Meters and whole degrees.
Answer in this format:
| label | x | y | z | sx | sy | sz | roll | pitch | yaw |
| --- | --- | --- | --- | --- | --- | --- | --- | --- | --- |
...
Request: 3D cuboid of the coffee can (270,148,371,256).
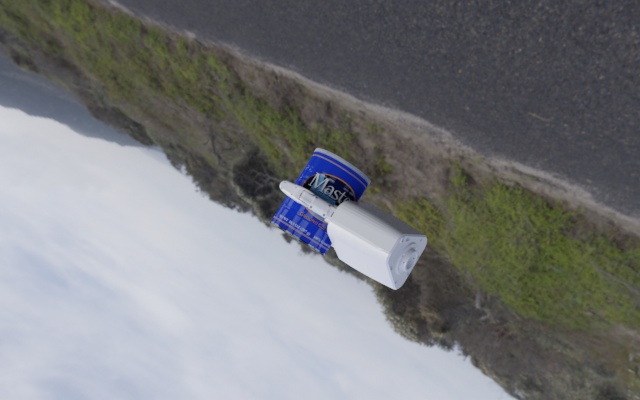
| label | x | y | z | sx | sy | sz | roll | pitch | yaw |
| --- | --- | --- | --- | --- | --- | --- | --- | --- | --- |
| coffee can | 0.000 | 0.002 | 0.758 | 0.103 | 0.140 | 0.103 | 32 | -5 | 3 |
